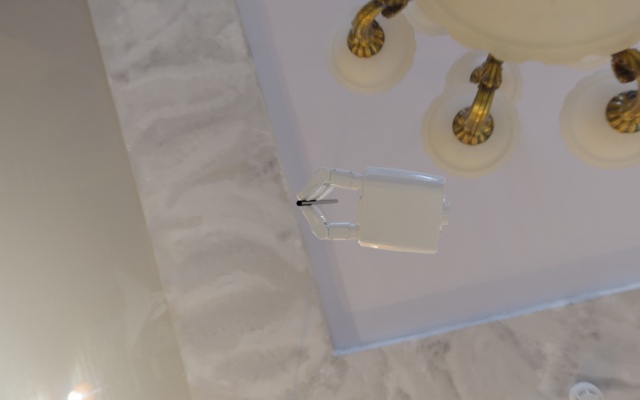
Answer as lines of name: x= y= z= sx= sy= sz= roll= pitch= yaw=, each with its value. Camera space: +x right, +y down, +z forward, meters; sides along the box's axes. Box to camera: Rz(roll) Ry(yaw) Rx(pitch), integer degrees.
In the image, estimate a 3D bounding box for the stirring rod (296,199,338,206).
stirring rod: x=0.000 y=0.002 z=0.745 sx=0.011 sy=0.011 sz=0.239 roll=0 pitch=1 yaw=14
